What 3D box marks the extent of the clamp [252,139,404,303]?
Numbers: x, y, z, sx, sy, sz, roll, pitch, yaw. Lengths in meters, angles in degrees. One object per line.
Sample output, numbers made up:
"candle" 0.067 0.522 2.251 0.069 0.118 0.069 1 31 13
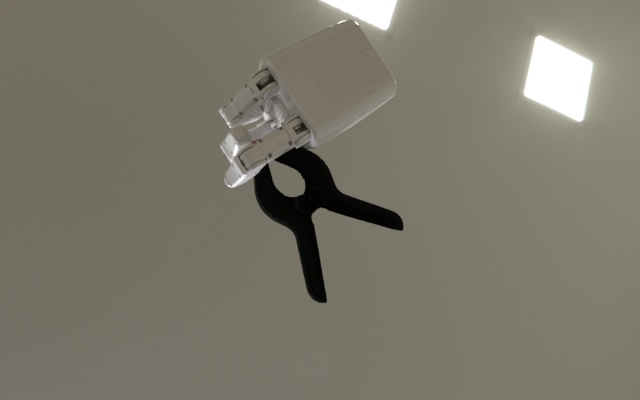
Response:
"clamp" 0.000 0.002 0.480 0.120 0.171 0.039 -33 0 -17
